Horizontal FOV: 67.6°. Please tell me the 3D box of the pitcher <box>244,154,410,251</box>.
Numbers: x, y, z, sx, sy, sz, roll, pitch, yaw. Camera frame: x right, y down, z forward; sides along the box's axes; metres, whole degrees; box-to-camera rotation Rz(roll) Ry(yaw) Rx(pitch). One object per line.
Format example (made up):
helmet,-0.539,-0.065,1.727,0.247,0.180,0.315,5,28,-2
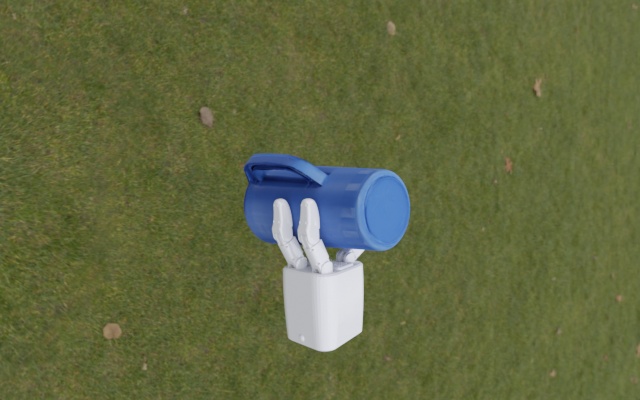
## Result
pitcher,0.000,0.002,0.701,0.149,0.145,0.243,-4,4,-43
